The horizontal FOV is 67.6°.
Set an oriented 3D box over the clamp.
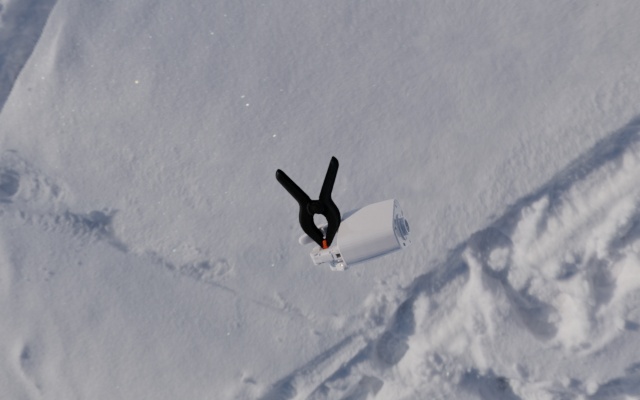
[{"bbox_3d":[0.000,0.003,0.875,0.120,0.171,0.039,-20,11,23],"label":"clamp"}]
